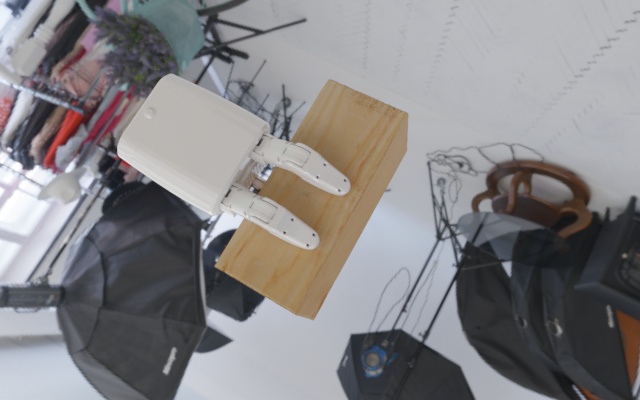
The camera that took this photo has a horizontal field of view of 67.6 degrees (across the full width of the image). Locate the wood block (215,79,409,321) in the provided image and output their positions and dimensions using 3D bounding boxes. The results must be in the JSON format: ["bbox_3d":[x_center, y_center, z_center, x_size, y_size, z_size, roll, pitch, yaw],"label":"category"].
[{"bbox_3d":[0.000,0.002,0.469,0.090,0.206,0.091,27,-11,15],"label":"wood block"}]
